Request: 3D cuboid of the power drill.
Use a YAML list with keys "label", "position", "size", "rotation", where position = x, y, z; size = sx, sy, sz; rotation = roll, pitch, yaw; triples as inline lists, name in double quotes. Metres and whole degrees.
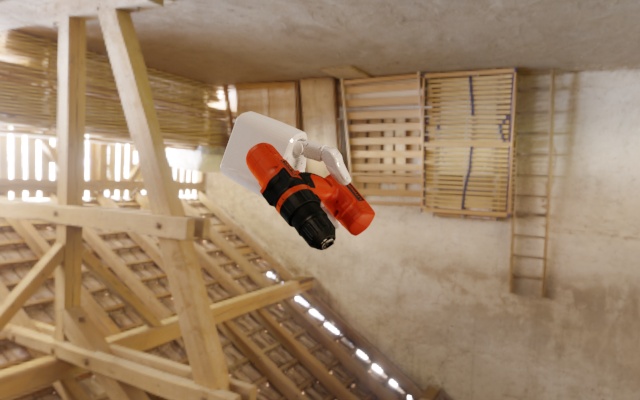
- label: "power drill"
  position: [0.000, 0.002, 0.671]
  size: [0.188, 0.057, 0.184]
  rotation: [17, 30, -54]
